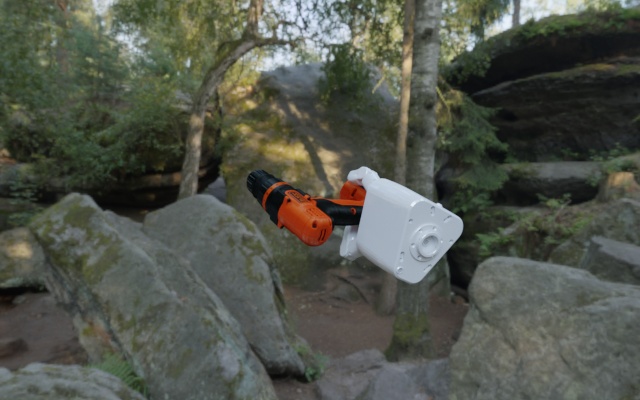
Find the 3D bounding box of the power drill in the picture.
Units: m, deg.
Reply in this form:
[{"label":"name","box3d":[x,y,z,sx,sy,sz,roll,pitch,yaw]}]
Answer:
[{"label":"power drill","box3d":[0.001,0.002,0.725,0.187,0.057,0.184,-5,32,-39]}]
